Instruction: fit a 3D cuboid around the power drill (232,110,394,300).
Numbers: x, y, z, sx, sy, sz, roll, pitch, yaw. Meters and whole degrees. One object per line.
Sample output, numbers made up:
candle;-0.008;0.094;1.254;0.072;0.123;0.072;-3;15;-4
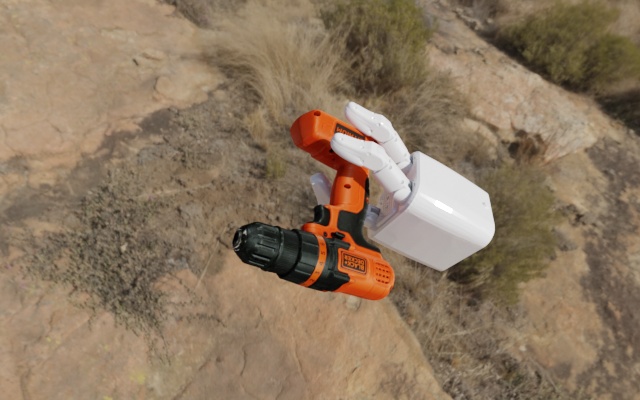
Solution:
power drill;0.000;0.001;0.502;0.184;0.187;0.057;23;-31;-34
